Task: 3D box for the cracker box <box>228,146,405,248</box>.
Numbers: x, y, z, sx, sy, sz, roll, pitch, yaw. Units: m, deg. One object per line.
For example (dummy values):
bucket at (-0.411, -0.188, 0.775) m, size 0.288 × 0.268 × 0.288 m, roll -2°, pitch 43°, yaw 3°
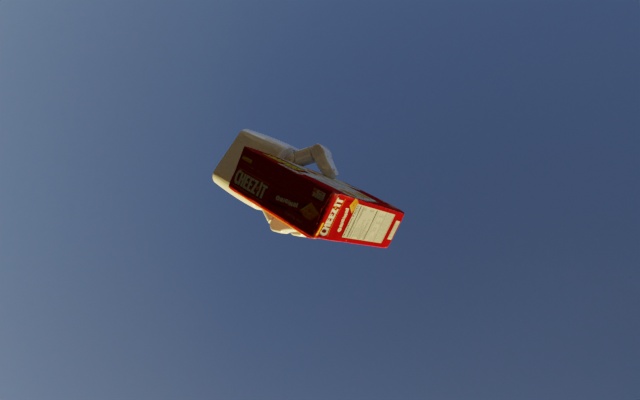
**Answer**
cracker box at (0.000, 0.002, 0.690) m, size 0.164 × 0.072 × 0.214 m, roll 28°, pitch 8°, yaw 33°
